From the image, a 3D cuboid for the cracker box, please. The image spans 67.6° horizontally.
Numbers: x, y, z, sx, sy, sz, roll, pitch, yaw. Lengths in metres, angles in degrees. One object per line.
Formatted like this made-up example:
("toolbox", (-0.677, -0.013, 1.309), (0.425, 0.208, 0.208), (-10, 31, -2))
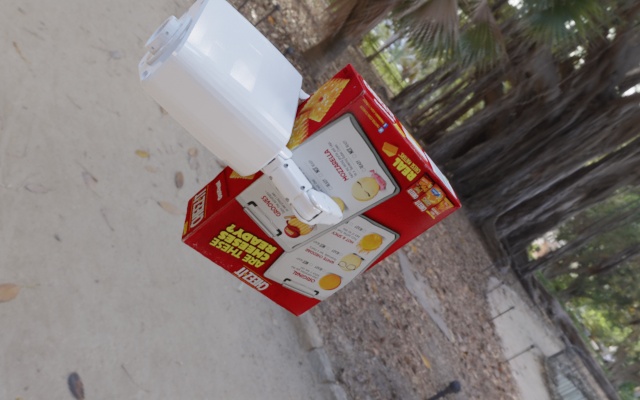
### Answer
("cracker box", (0.000, 0.002, 0.468), (0.214, 0.072, 0.164), (-37, -56, 18))
